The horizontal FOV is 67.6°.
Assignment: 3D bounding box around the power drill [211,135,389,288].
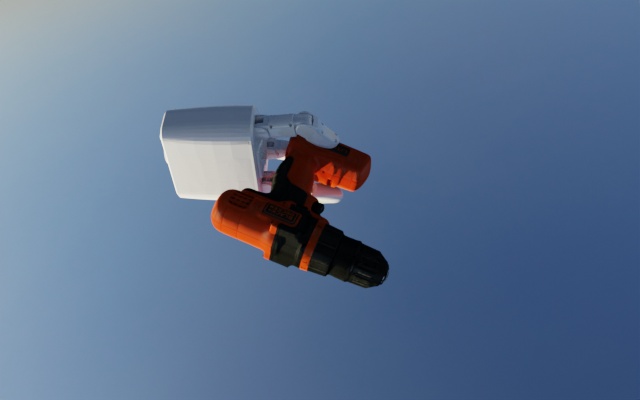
[{"bbox_3d":[0.000,0.001,0.525,0.184,0.057,0.187,23,37,4],"label":"power drill"}]
